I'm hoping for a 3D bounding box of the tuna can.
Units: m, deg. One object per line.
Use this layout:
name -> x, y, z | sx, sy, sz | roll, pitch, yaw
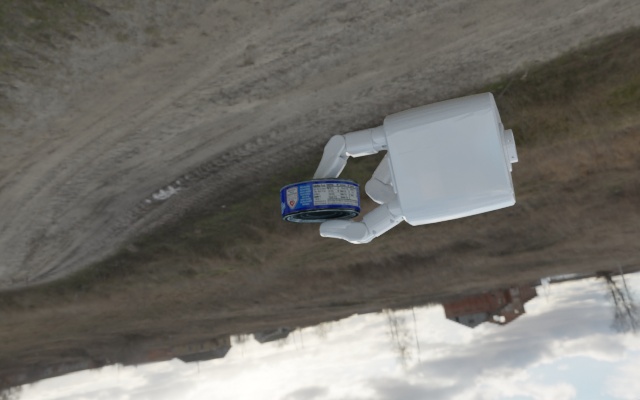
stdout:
tuna can -> 0.000, 0.002, 0.514 | 0.086, 0.033, 0.086 | -4, -11, -1
